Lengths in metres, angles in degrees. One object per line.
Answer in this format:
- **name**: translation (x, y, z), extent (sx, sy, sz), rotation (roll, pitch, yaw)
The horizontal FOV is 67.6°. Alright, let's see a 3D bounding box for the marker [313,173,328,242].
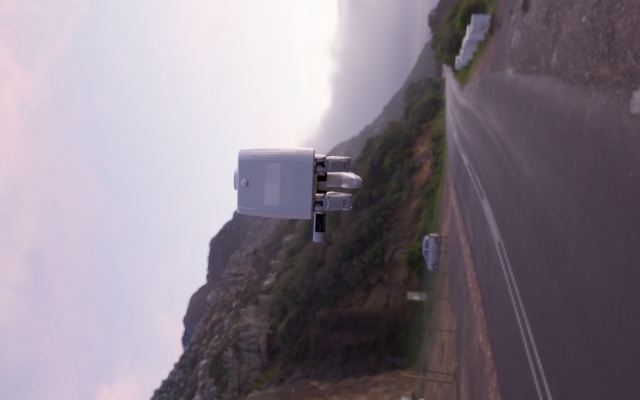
- **marker**: translation (0.000, 0.002, 0.723), extent (0.020, 0.121, 0.020), rotation (2, 7, 0)
